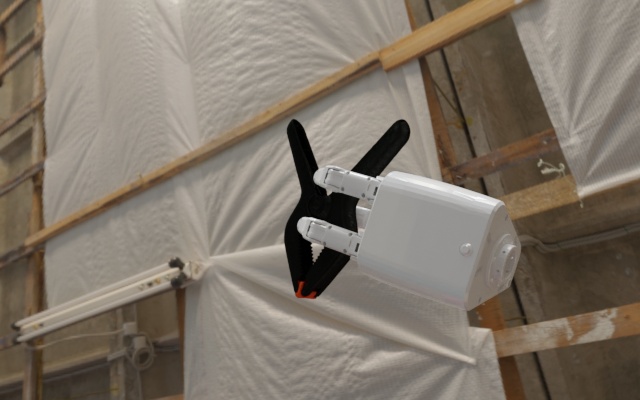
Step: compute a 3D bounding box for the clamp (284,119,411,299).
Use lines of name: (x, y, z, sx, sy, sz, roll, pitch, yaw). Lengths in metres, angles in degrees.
clamp: (0.001, 0.002, 0.532, 0.164, 0.210, 0.036, 17, -1, 41)
